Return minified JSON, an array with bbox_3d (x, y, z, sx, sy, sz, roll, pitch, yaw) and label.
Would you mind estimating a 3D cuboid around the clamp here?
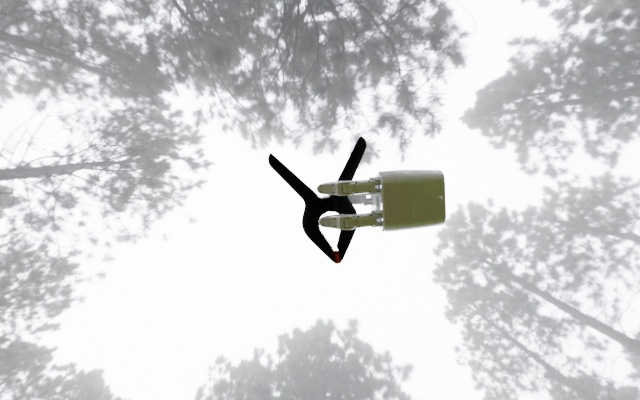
[{"bbox_3d":[0.000,0.003,0.799,0.164,0.210,0.036,-4,6,-2],"label":"clamp"}]
